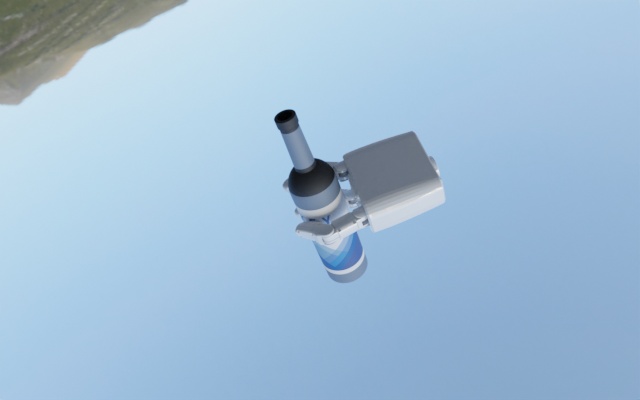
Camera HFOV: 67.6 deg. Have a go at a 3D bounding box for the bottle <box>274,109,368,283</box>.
[{"bbox_3d":[0.000,0.002,0.657,0.069,0.069,0.296,0,-44,23],"label":"bottle"}]
